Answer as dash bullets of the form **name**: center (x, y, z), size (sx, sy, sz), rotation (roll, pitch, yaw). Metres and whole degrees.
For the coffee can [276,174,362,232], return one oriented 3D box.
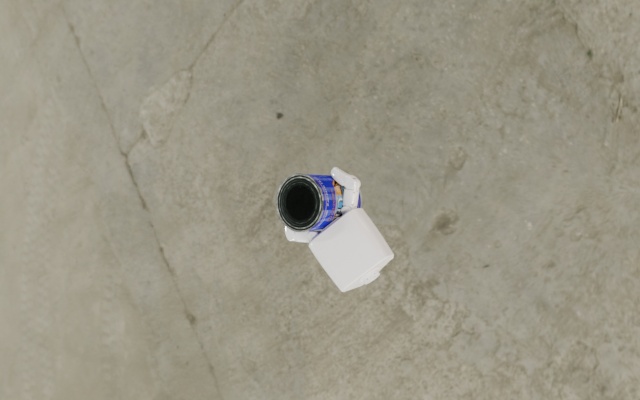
- **coffee can**: center (0.000, 0.003, 0.885), size (0.103, 0.103, 0.140), rotation (0, 1, 33)
